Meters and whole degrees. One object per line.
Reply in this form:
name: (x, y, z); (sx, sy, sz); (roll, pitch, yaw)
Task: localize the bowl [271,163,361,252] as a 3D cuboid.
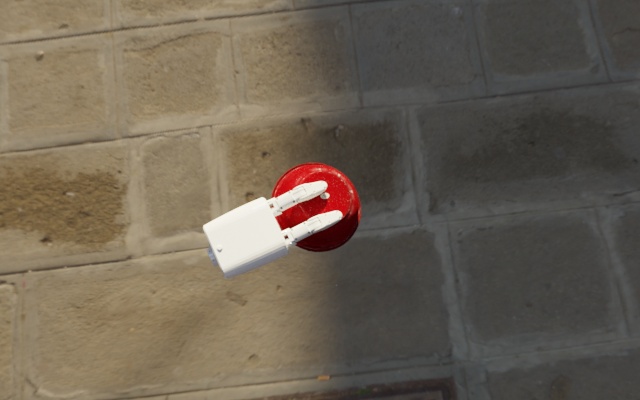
bowl: (0.001, 0.002, 0.805); (0.162, 0.162, 0.055); (0, -17, -15)
